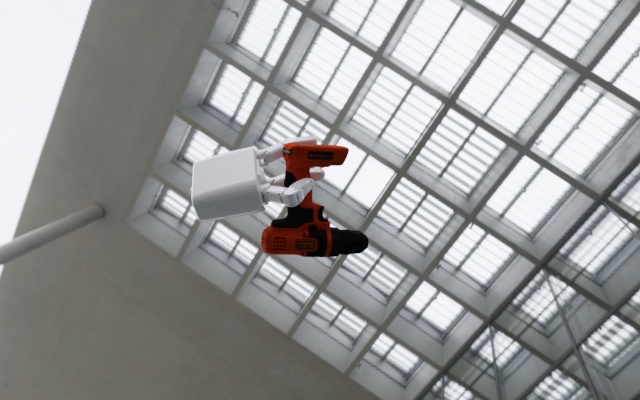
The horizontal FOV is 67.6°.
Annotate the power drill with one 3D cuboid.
[{"bbox_3d":[0.000,0.002,0.782,0.184,0.188,0.057,2,9,-19],"label":"power drill"}]
